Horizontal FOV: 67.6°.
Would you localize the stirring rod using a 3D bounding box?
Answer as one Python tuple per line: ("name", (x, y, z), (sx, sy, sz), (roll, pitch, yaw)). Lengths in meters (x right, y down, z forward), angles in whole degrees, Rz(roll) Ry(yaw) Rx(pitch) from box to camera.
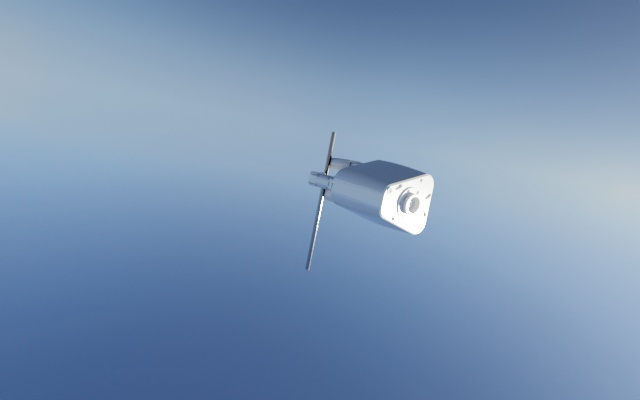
("stirring rod", (0.000, 0.003, 0.812), (0.011, 0.239, 0.011), (11, 8, -2))
